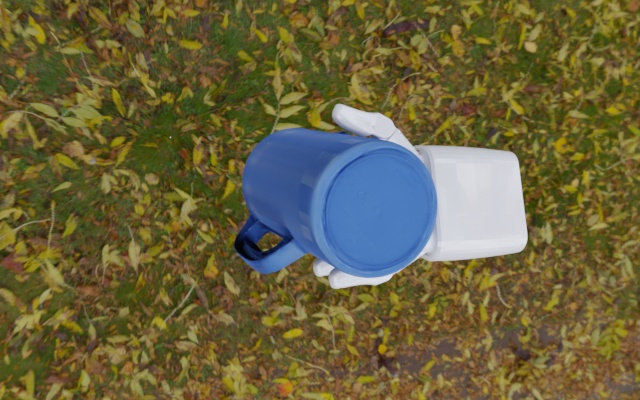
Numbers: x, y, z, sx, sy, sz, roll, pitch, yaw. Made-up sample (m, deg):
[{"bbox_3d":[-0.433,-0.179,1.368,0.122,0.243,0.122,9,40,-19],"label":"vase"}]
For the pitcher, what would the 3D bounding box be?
[{"bbox_3d":[0.000,0.001,0.469,0.145,0.149,0.243,1,7,-18],"label":"pitcher"}]
